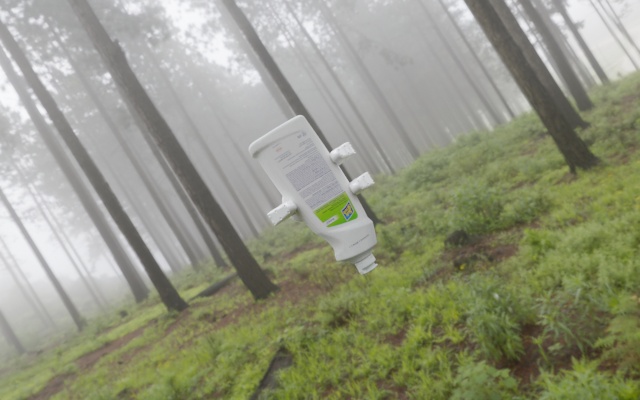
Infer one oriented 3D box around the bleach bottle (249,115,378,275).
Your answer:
[{"bbox_3d":[0.000,0.002,0.720,0.102,0.251,0.068,-32,-1,-4],"label":"bleach bottle"}]
